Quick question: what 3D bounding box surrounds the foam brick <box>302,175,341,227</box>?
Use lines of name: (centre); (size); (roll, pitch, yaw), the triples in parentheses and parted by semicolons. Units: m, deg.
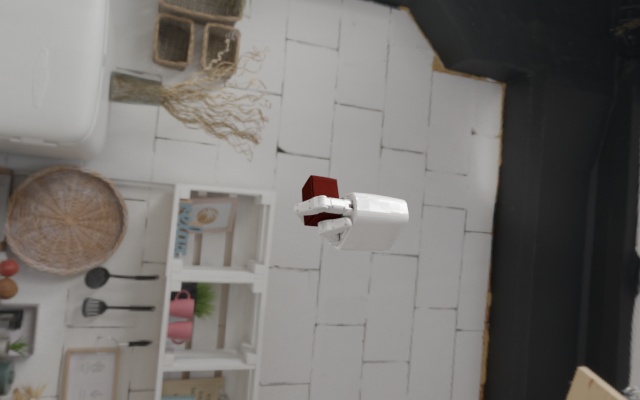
foam brick: (0.000, 0.002, 0.851); (0.051, 0.078, 0.053); (5, -28, -21)
